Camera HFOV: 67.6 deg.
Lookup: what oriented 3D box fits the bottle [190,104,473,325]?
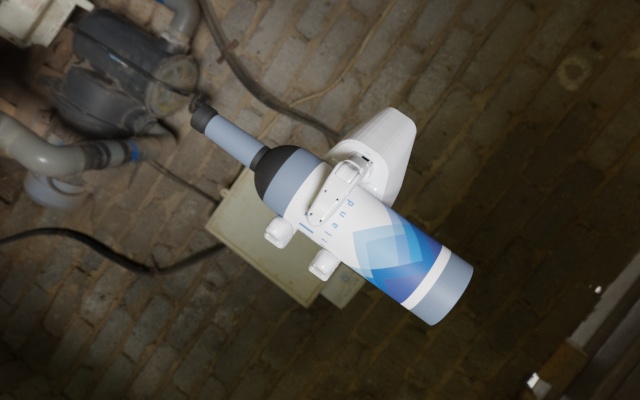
[{"bbox_3d":[0.000,0.002,0.451,0.295,0.069,0.069,36,4,6],"label":"bottle"}]
